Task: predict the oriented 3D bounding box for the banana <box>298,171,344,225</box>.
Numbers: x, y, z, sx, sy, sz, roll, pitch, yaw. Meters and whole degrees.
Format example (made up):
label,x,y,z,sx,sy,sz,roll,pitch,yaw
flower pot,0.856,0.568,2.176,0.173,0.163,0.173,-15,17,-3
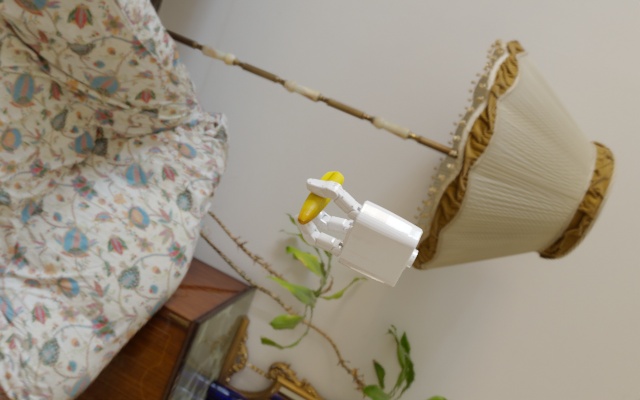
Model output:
label,x,y,z,sx,sy,sz,roll,pitch,yaw
banana,0.009,-0.014,0.850,0.037,0.070,0.197,28,21,5
